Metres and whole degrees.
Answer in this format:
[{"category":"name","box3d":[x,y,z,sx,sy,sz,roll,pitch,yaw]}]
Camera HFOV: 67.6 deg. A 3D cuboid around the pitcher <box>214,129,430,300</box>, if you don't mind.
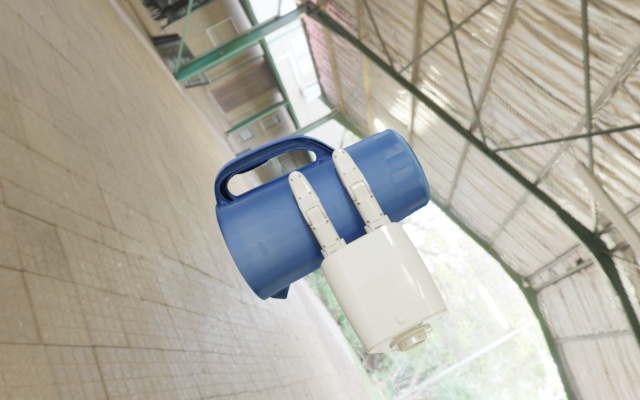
[{"category":"pitcher","box3d":[0.000,0.002,0.583,0.243,0.145,0.149,-27,-27,0]}]
